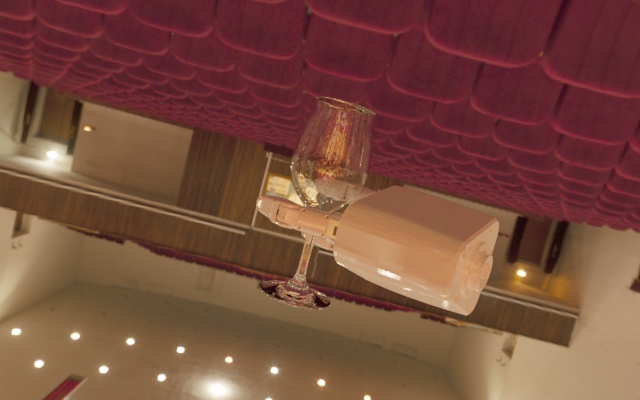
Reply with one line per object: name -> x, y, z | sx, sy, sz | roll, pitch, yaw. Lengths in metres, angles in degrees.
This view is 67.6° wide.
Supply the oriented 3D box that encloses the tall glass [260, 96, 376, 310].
tall glass -> 0.000, 0.002, 0.481 | 0.079, 0.201, 0.079 | 15, 5, -1
